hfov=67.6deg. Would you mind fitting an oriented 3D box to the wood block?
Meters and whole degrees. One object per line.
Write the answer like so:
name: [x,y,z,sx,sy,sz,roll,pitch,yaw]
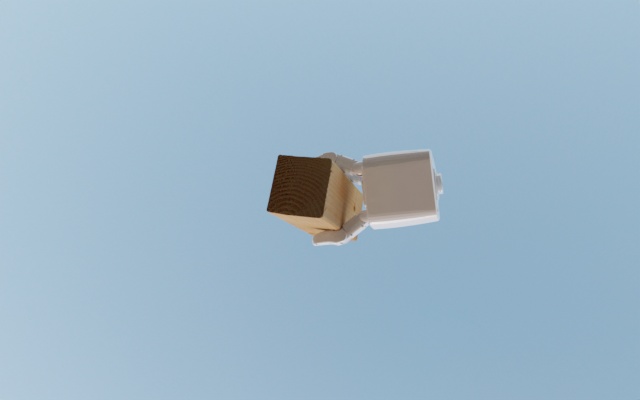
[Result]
wood block: [0.000,0.003,0.782,0.090,0.091,0.206,6,-12,20]
